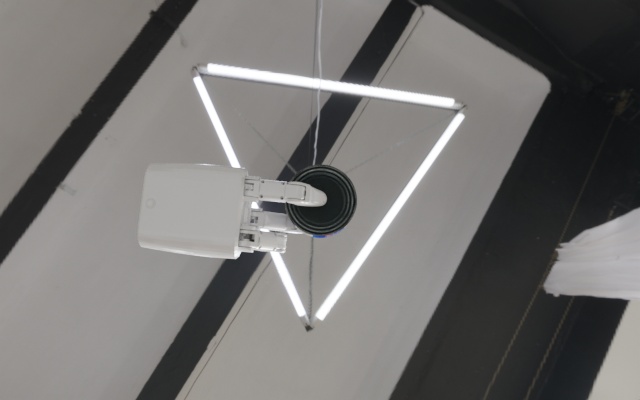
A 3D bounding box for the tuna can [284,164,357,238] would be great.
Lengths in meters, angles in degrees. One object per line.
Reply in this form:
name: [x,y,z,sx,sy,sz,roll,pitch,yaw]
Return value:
tuna can: [0.000,0.002,0.577,0.086,0.086,0.034,0,-10,-1]
